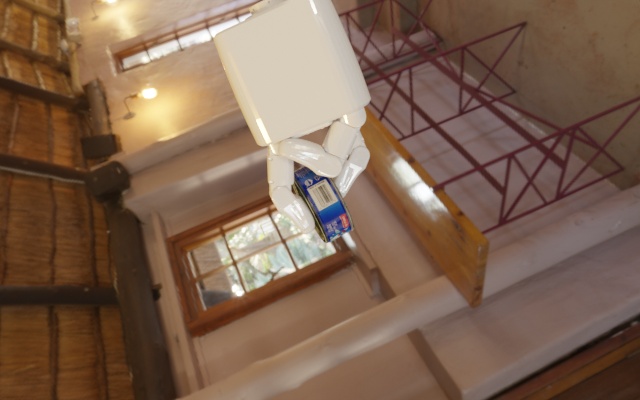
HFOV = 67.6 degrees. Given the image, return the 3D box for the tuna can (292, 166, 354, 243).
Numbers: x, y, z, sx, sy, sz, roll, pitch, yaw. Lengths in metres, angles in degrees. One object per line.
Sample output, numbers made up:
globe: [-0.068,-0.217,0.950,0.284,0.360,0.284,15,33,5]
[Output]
tuna can: [0.000,0.002,0.506,0.034,0.086,0.086,-29,4,-7]
